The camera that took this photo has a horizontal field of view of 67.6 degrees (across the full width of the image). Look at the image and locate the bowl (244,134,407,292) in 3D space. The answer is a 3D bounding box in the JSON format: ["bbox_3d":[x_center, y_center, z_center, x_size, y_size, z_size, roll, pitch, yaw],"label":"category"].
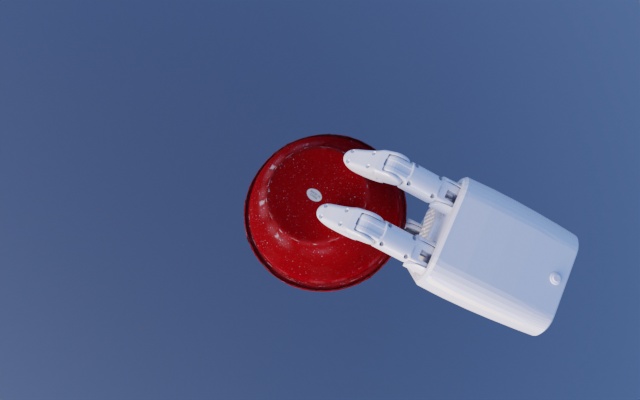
[{"bbox_3d":[-0.001,0.001,0.447,0.162,0.162,0.055,0,-17,8],"label":"bowl"}]
